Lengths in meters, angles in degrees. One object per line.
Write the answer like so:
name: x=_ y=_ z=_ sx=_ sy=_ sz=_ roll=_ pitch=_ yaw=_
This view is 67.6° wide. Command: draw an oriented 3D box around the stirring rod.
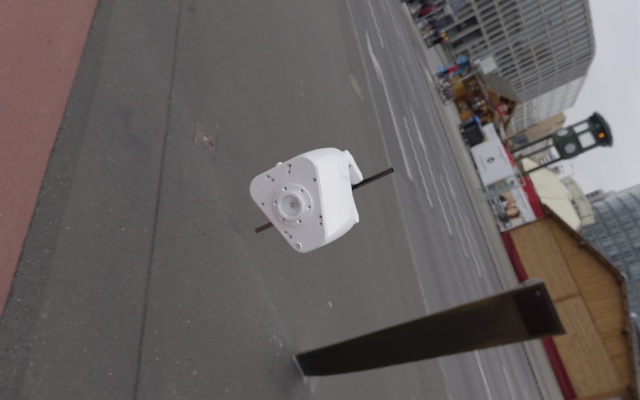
stirring rod: x=0.000 y=0.002 z=0.719 sx=0.239 sy=0.011 sz=0.011 roll=-24 pitch=-9 yaw=21
